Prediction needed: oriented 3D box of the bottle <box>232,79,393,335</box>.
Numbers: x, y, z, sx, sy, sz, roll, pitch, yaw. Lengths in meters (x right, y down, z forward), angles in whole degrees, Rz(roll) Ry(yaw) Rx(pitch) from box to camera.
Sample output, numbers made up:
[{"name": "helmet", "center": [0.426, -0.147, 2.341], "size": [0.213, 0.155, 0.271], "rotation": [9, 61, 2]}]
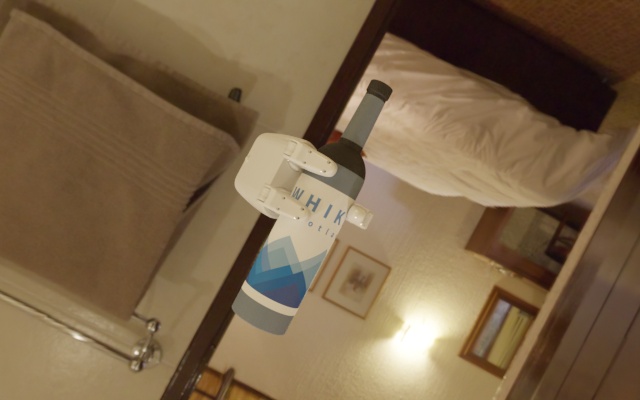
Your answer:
[{"name": "bottle", "center": [0.000, 0.002, 0.530], "size": [0.069, 0.295, 0.069], "rotation": [28, -1, 1]}]
